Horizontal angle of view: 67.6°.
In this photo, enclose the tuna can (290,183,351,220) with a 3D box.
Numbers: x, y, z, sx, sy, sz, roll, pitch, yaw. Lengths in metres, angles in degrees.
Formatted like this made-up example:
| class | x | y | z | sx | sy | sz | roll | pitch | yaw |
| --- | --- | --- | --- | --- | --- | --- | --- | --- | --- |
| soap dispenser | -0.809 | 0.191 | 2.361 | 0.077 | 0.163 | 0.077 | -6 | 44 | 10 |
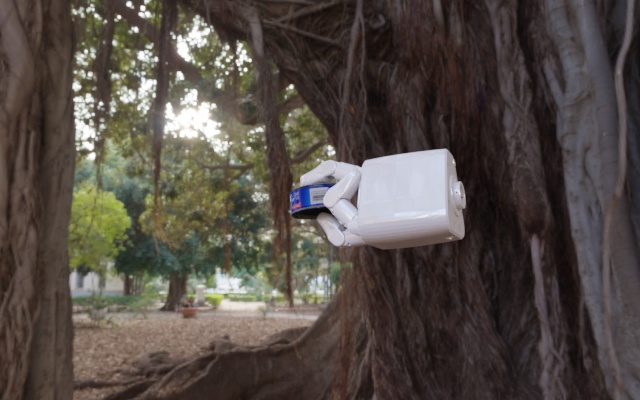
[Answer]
| class | x | y | z | sx | sy | sz | roll | pitch | yaw |
| --- | --- | --- | --- | --- | --- | --- | --- | --- | --- |
| tuna can | 0.000 | 0.002 | 0.670 | 0.086 | 0.033 | 0.086 | -5 | -13 | -1 |
